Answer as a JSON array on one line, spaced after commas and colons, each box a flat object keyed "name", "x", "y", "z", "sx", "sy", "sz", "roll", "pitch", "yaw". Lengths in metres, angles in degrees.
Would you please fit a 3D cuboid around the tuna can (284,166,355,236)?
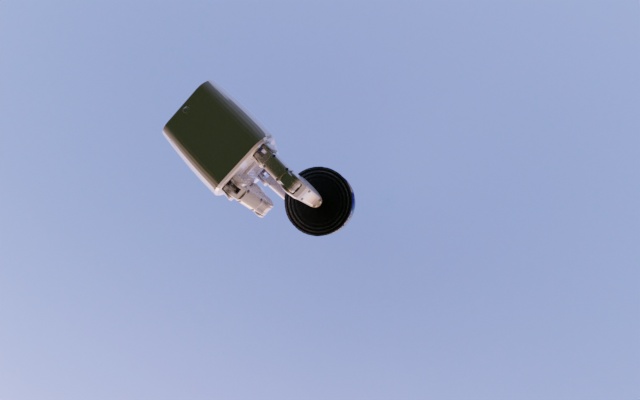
[{"name": "tuna can", "x": 0.000, "y": 0.002, "z": 0.600, "sx": 0.086, "sy": 0.086, "sz": 0.034, "roll": 0, "pitch": -4, "yaw": 12}]
